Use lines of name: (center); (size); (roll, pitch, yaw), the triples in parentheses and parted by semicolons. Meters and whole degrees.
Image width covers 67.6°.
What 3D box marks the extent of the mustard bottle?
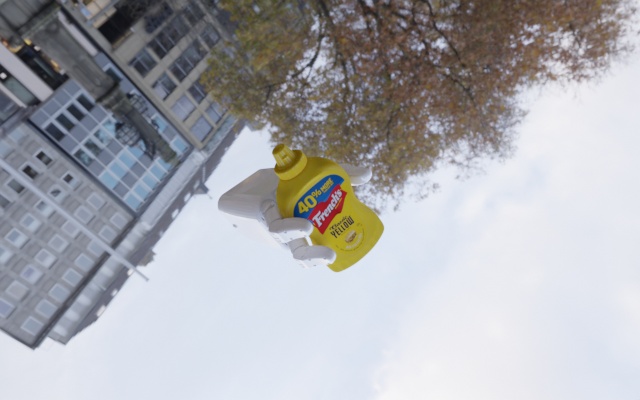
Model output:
mustard bottle: (0.000, 0.002, 0.605); (0.096, 0.192, 0.058); (-41, 33, -3)
